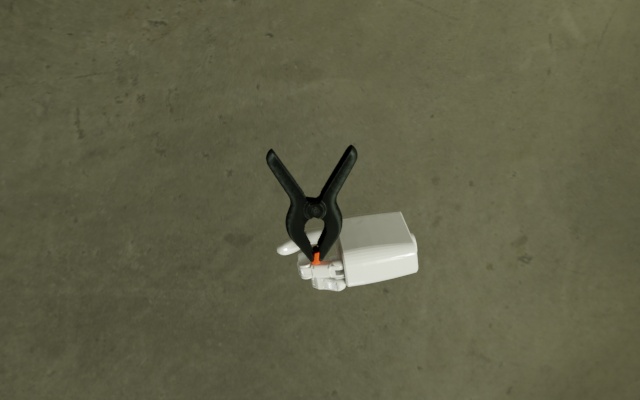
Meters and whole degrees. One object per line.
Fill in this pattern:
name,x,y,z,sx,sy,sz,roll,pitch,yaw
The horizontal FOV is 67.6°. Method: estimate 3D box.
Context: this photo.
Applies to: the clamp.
clamp,0.000,0.003,0.652,0.120,0.171,0.039,-10,21,3
